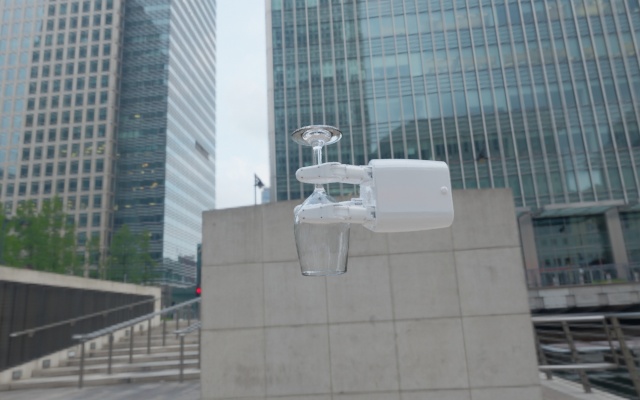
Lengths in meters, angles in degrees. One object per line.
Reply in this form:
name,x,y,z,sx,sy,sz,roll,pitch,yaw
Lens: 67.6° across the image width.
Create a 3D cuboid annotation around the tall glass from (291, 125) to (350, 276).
tall glass,0.000,0.002,0.667,0.079,0.201,0.079,-3,-14,-1
